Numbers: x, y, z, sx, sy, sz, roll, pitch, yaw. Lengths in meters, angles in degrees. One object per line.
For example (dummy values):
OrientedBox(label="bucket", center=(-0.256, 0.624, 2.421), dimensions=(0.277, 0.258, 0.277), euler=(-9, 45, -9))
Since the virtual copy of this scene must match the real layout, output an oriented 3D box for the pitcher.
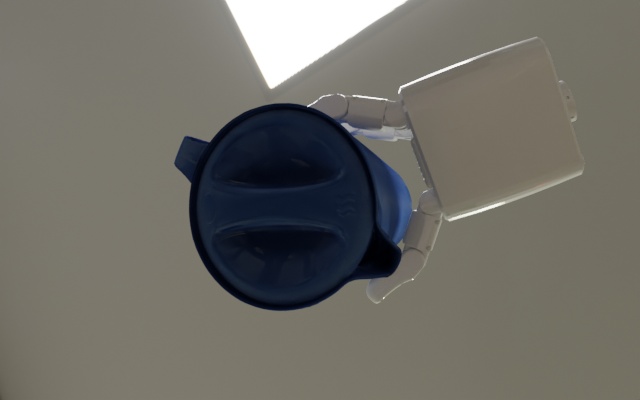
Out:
OrientedBox(label="pitcher", center=(0.000, 0.001, 0.415), dimensions=(0.145, 0.149, 0.243), euler=(-22, -8, 17))
